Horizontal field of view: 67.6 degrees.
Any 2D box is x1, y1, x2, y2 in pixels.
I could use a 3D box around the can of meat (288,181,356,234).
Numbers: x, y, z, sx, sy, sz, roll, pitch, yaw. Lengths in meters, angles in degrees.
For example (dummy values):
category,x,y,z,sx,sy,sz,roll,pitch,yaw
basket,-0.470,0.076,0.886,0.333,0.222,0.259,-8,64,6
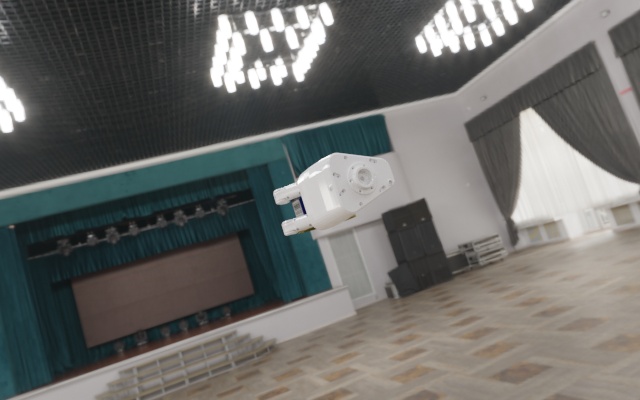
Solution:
category,x,y,z,sx,sy,sz,roll,pitch,yaw
can of meat,0.000,0.002,0.824,0.102,0.084,0.057,-14,-8,-26
